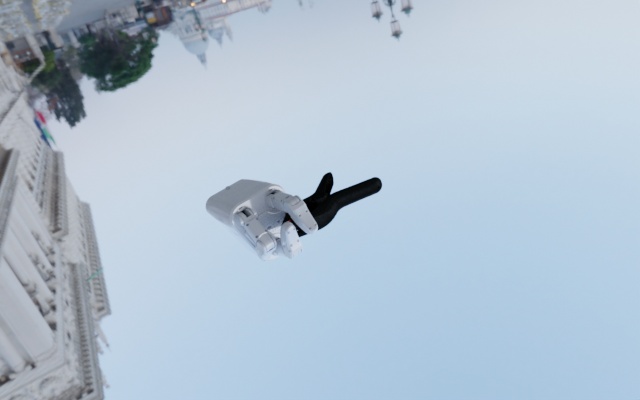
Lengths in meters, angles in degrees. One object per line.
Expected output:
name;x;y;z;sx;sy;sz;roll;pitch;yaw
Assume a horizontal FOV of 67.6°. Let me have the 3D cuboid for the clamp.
clamp;0.000;0.003;0.743;0.171;0.039;0.120;-30;22;-27
